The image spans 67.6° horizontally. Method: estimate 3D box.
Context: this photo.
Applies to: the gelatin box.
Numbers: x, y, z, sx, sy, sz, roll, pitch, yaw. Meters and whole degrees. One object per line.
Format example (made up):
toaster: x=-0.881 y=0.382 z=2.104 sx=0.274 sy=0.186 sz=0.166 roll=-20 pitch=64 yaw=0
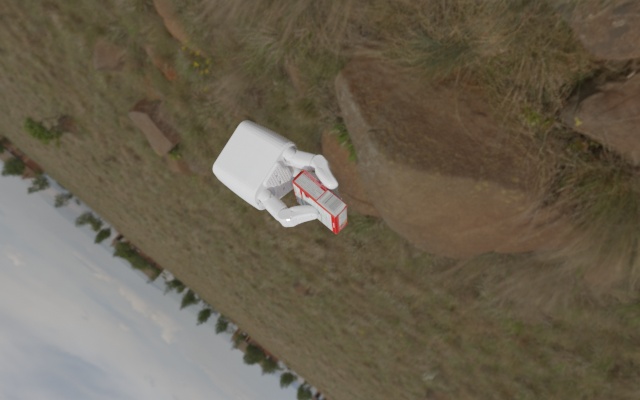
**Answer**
gelatin box: x=0.000 y=0.003 z=0.718 sx=0.089 sy=0.030 sz=0.073 roll=40 pitch=-16 yaw=18
